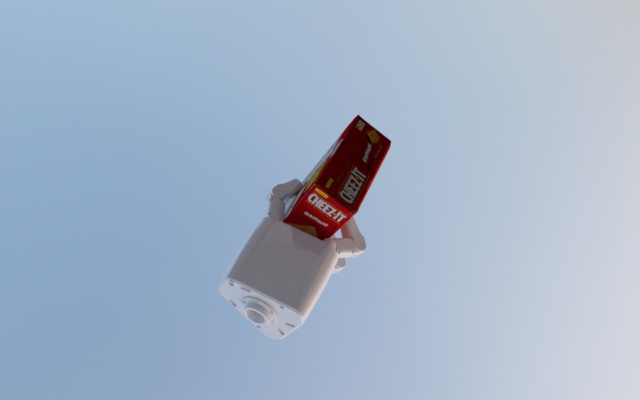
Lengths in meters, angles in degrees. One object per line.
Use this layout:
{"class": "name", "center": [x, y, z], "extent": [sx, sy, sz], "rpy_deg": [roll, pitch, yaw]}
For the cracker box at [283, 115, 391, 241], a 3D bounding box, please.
{"class": "cracker box", "center": [0.000, 0.002, 0.694], "extent": [0.072, 0.164, 0.214], "rpy_deg": [36, -43, -7]}
